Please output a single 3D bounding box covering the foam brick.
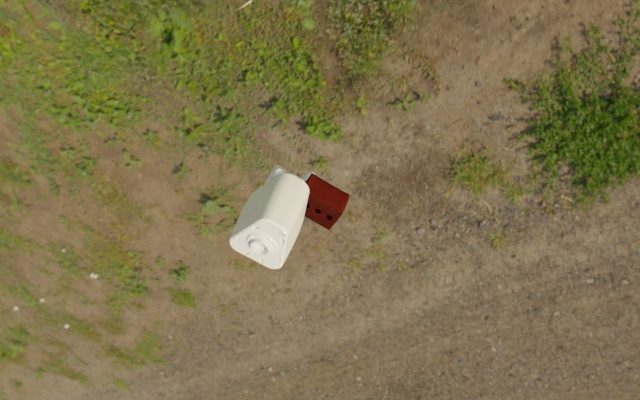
[{"bbox_3d":[0.000,0.003,0.812,0.078,0.051,0.053,29,-46,-8],"label":"foam brick"}]
